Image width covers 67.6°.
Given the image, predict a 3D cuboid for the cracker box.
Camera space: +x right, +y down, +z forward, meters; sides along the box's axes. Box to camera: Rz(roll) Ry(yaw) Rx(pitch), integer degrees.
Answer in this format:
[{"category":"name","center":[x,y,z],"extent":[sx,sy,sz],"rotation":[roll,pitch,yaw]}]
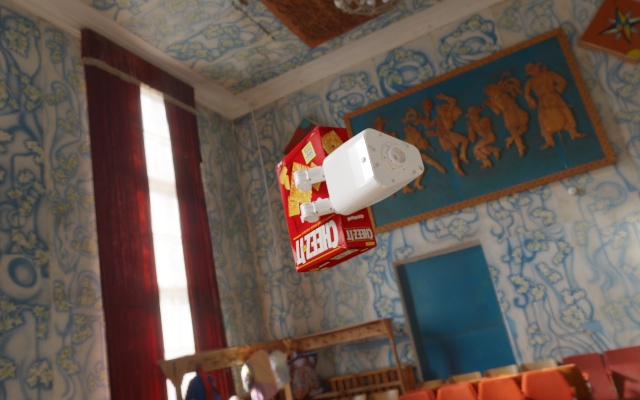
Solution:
[{"category":"cracker box","center":[0.000,0.003,0.834],"extent":[0.072,0.213,0.164],"rotation":[-1,-20,-33]}]
